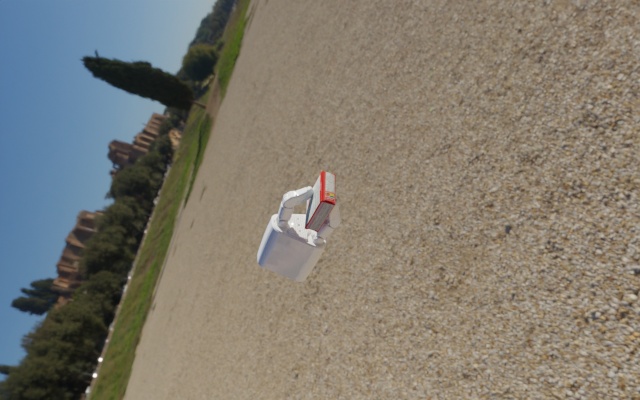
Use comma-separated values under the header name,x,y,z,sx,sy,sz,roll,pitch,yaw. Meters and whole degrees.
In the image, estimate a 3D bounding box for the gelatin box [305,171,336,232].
name,x,y,z,sx,sy,sz,roll,pitch,yaw
gelatin box,0.000,0.003,0.870,0.030,0.073,0.089,15,-43,-14
